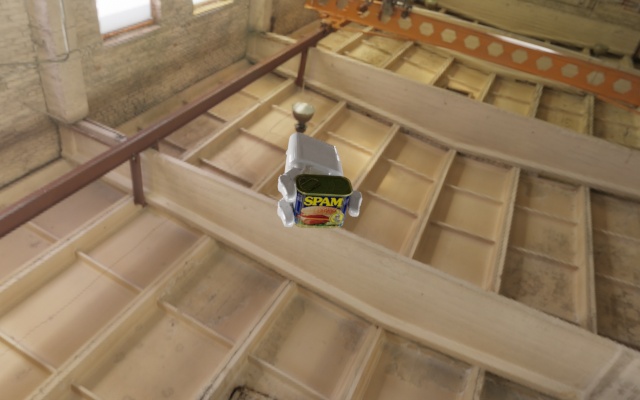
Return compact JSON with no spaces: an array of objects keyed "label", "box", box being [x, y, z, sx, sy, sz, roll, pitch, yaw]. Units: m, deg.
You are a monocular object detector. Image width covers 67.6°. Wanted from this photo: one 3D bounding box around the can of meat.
[{"label":"can of meat","box":[0.000,0.003,0.872,0.102,0.084,0.057,3,39,-10]}]
